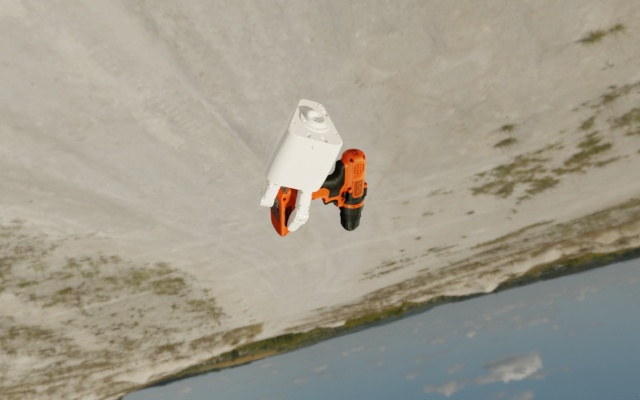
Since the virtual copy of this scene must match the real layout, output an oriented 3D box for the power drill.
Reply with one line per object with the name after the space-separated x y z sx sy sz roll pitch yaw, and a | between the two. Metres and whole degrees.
0.000 0.003 0.893 0.187 0.185 0.057 -18 40 -23 | power drill
